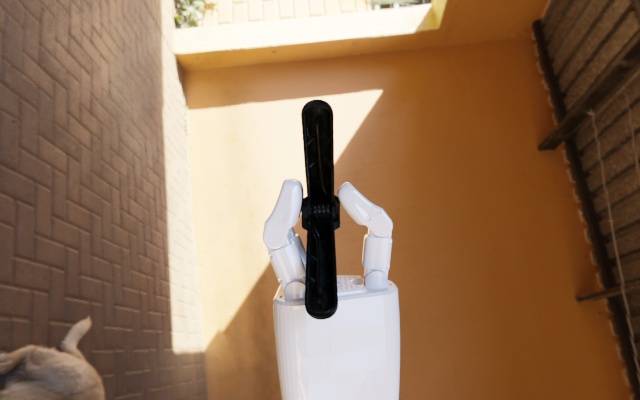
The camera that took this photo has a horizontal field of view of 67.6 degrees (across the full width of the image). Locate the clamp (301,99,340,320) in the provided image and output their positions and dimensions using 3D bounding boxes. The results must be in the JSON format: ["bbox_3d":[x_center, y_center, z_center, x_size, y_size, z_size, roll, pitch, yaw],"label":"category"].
[{"bbox_3d":[0.001,0.002,0.443,0.036,0.164,0.210,0,3,1],"label":"clamp"}]
